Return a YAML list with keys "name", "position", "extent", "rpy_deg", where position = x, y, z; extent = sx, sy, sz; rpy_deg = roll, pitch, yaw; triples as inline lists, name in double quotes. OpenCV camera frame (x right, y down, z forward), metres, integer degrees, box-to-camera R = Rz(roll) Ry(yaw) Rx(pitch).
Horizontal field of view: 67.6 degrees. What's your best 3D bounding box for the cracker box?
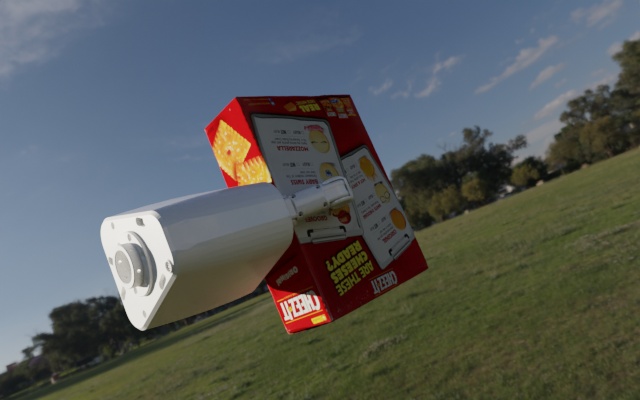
- name: "cracker box"
  position: [0.000, 0.001, 0.484]
  extent: [0.164, 0.213, 0.072]
  rpy_deg: [-15, -11, -47]
